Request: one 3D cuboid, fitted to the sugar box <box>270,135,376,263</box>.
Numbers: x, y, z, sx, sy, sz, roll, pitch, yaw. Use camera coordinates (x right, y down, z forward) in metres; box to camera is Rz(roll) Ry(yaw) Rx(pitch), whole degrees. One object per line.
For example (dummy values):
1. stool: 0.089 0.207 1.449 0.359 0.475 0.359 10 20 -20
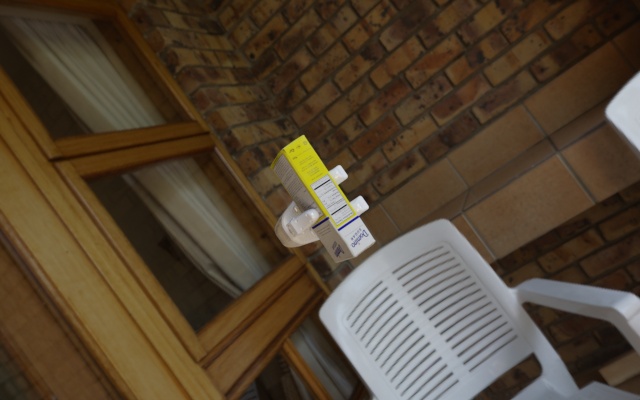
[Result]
1. sugar box: 0.000 0.002 0.678 0.048 0.176 0.093 -36 0 -19
